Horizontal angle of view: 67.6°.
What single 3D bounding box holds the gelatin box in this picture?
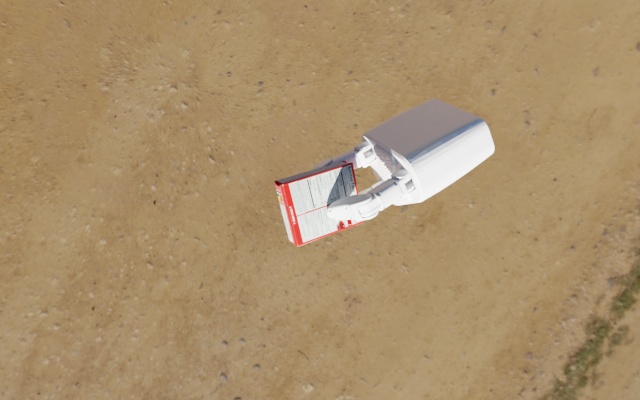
[{"bbox_3d":[0.000,0.002,0.538,0.089,0.073,0.030,-19,17,-20],"label":"gelatin box"}]
